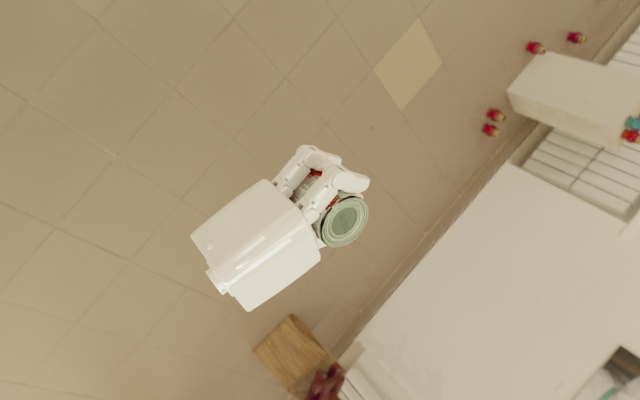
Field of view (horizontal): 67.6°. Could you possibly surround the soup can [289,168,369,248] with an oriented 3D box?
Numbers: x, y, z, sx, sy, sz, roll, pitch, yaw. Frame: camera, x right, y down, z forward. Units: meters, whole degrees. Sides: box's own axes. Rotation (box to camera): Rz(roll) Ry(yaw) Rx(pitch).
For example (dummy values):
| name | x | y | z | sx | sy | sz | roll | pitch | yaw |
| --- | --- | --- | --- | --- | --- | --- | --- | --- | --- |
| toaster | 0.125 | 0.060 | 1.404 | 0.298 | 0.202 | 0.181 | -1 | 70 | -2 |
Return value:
| name | x | y | z | sx | sy | sz | roll | pitch | yaw |
| --- | --- | --- | --- | --- | --- | --- | --- | --- | --- |
| soup can | 0.001 | 0.002 | 0.564 | 0.068 | 0.068 | 0.102 | 0 | 28 | -39 |
